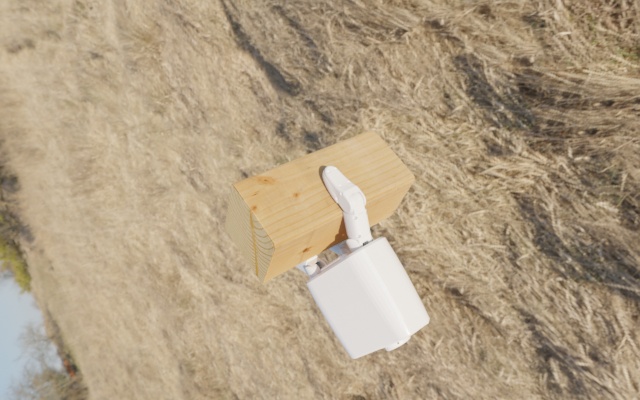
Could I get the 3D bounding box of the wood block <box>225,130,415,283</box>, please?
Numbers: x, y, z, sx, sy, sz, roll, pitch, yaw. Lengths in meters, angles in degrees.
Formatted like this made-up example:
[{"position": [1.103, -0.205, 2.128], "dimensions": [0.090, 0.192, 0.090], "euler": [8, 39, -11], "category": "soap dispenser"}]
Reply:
[{"position": [0.000, 0.002, 0.577], "dimensions": [0.206, 0.090, 0.091], "euler": [-25, -25, -30], "category": "wood block"}]
